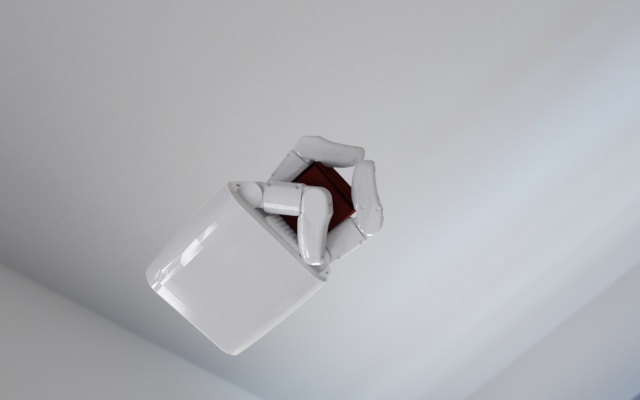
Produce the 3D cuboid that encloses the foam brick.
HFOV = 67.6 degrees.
[{"bbox_3d":[0.000,0.001,0.421,0.051,0.053,0.078,-43,-6,10],"label":"foam brick"}]
